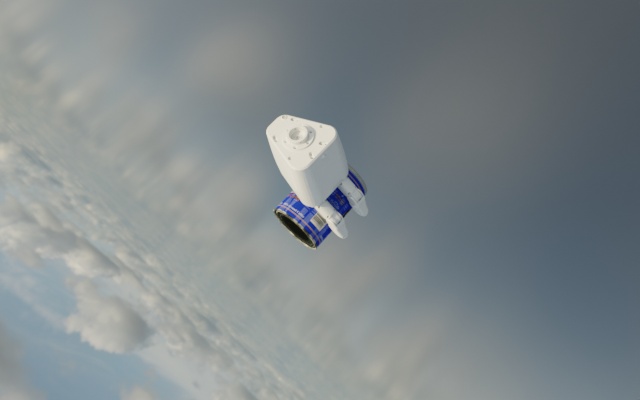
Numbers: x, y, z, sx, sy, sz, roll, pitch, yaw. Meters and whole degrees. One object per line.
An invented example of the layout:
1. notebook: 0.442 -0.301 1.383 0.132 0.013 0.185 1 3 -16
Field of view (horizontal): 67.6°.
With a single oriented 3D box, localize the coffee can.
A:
1. coffee can: 0.000 0.003 0.853 0.103 0.140 0.103 39 -16 14
